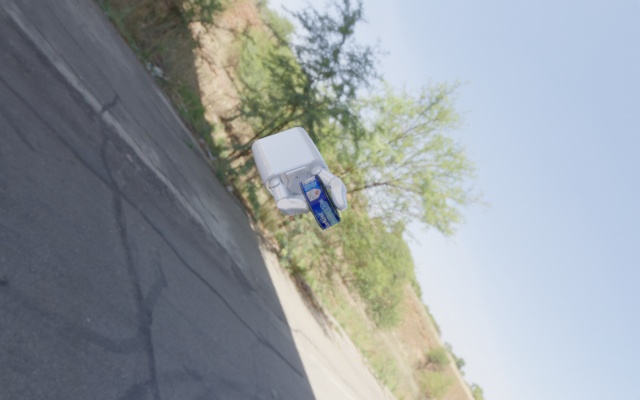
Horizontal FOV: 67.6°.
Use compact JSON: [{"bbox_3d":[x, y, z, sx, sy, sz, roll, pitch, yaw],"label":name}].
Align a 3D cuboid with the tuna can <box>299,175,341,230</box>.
[{"bbox_3d":[0.001,0.002,0.763,0.034,0.086,0.086,-27,-2,4],"label":"tuna can"}]
